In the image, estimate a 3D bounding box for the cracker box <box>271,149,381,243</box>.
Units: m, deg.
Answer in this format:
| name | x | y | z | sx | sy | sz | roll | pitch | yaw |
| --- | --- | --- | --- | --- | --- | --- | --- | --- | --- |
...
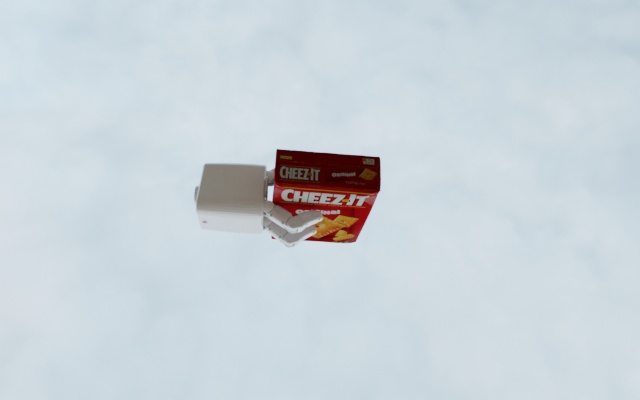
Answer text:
| name | x | y | z | sx | sy | sz | roll | pitch | yaw |
| --- | --- | --- | --- | --- | --- | --- | --- | --- | --- |
| cracker box | 0.000 | 0.003 | 0.814 | 0.164 | 0.072 | 0.214 | 3 | -27 | -6 |
